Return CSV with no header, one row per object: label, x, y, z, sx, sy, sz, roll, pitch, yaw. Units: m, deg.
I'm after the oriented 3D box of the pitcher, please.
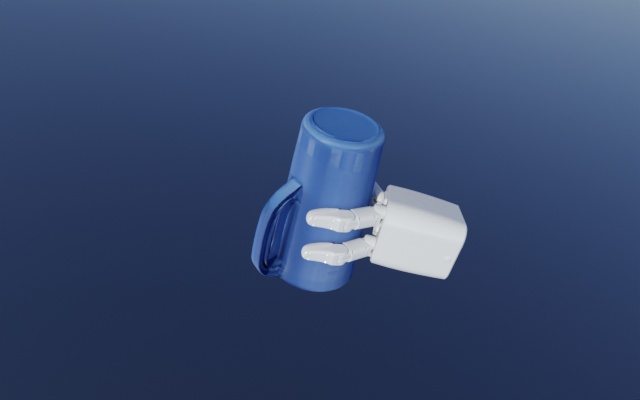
pitcher,0.000,0.002,0.659,0.145,0.243,0.149,15,35,3
